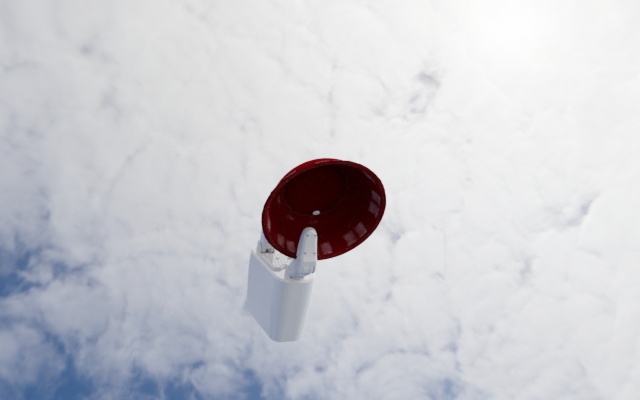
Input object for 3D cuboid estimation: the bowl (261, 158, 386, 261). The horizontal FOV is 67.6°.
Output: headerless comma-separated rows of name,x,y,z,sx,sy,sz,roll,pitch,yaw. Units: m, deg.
bowl,0.001,0.001,0.615,0.162,0.162,0.055,0,38,-18
